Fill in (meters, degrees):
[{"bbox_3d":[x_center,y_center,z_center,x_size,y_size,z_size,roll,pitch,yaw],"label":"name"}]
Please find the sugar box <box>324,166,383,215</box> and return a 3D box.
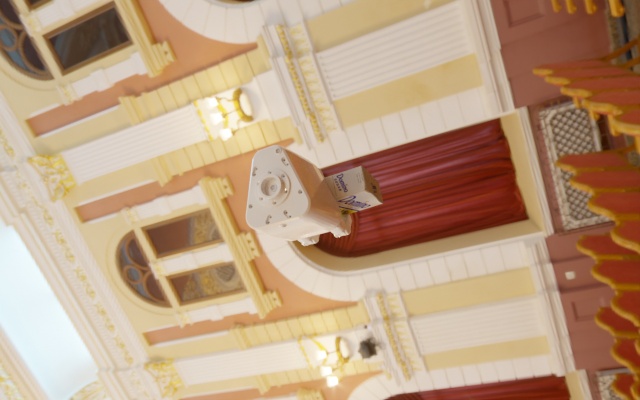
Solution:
[{"bbox_3d":[0.000,0.003,0.740,0.176,0.048,0.093,-15,-18,19],"label":"sugar box"}]
